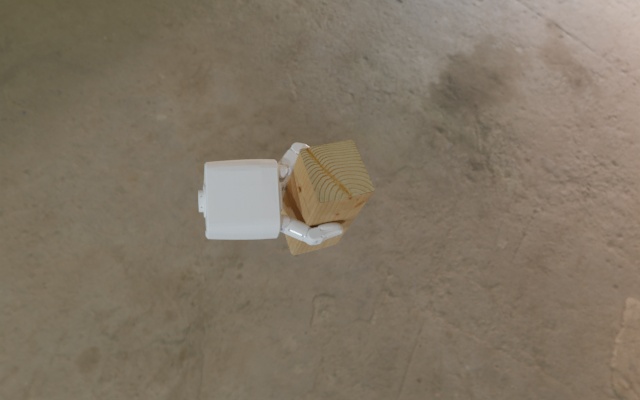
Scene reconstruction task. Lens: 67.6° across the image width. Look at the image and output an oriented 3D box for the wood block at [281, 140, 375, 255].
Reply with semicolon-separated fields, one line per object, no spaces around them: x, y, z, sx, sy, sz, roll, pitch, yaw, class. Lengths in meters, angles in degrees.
0.000;0.003;0.766;0.090;0.090;0.206;-13;-22;-20;wood block
